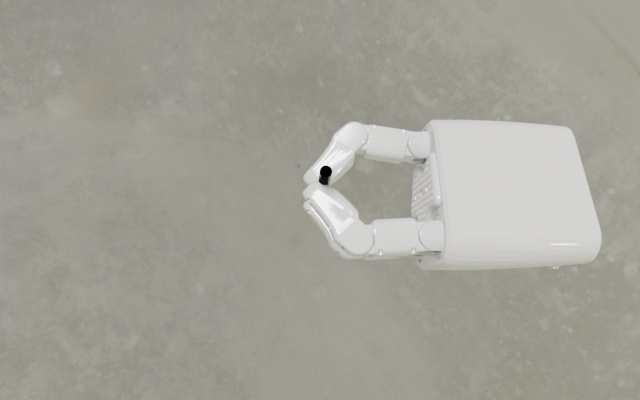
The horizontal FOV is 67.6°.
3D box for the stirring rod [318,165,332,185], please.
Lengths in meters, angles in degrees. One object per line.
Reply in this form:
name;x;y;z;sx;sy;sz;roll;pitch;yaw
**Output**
stirring rod;0.000;0.001;0.418;0.011;0.011;0.239;0;-9;-2
